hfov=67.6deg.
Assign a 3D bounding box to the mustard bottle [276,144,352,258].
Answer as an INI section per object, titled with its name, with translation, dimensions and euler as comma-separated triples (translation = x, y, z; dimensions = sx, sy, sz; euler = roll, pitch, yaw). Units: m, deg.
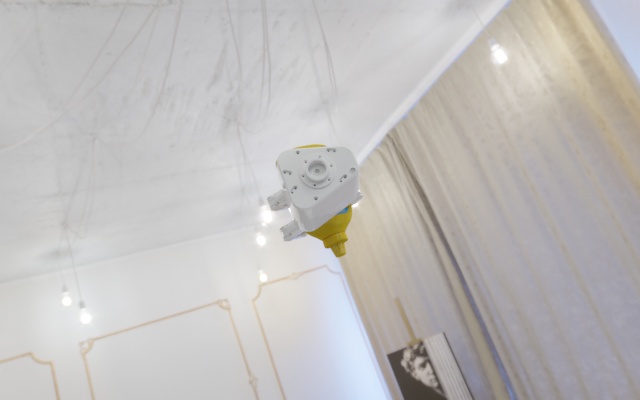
[mustard bottle]
translation = 0.000, 0.002, 0.788
dimensions = 0.096, 0.191, 0.058
euler = -12, -19, -28
